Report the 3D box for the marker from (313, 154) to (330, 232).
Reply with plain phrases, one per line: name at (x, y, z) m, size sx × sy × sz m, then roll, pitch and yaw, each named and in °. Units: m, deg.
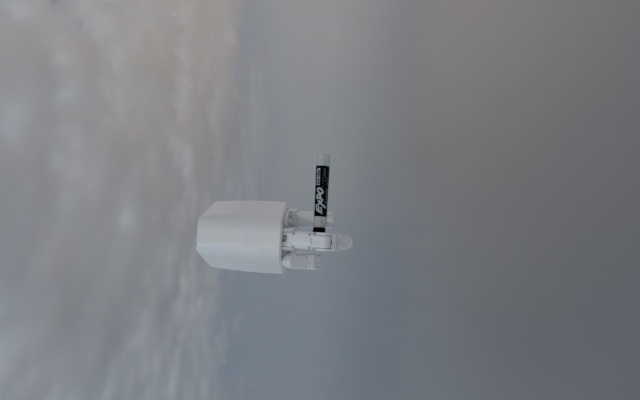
marker at (0.000, 0.002, 0.604) m, size 0.020 × 0.121 × 0.020 m, roll 3°, pitch -4°, yaw 0°
